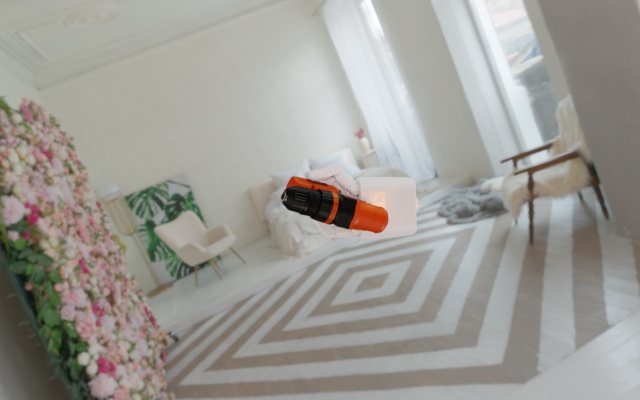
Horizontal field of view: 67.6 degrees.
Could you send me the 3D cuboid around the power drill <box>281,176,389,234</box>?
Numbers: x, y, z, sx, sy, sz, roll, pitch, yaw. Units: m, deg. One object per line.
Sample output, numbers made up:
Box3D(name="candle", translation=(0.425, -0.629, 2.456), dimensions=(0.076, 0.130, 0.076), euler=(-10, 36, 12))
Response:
Box3D(name="power drill", translation=(0.000, 0.003, 0.815), dimensions=(0.184, 0.057, 0.187), euler=(17, 6, -23))
